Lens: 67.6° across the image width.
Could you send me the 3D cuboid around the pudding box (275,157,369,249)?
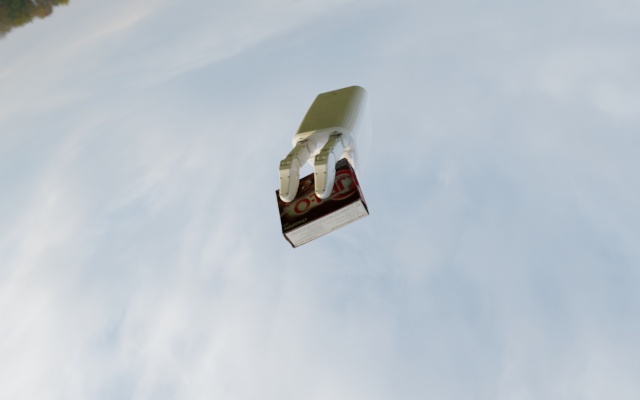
[{"bbox_3d":[0.000,0.002,0.634,0.113,0.039,0.090,-27,39,10],"label":"pudding box"}]
